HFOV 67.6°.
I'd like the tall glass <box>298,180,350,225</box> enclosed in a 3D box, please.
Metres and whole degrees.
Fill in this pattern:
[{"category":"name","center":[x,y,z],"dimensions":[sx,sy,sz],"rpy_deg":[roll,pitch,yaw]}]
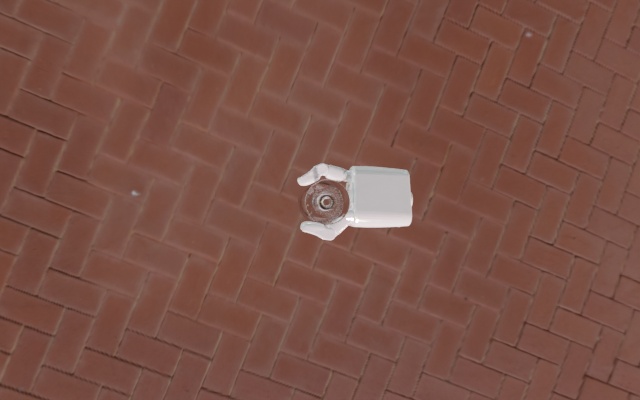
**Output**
[{"category":"tall glass","center":[0.000,0.003,0.878],"dimensions":[0.079,0.079,0.201],"rpy_deg":[0,0,-7]}]
